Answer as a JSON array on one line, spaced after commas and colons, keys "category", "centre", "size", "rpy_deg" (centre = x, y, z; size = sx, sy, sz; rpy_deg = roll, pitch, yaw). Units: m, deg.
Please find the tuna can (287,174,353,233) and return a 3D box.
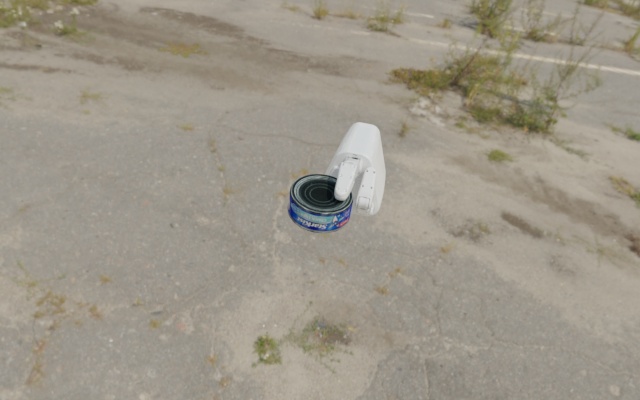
[{"category": "tuna can", "centre": [0.000, 0.002, 0.634], "size": [0.086, 0.034, 0.086], "rpy_deg": [6, 40, -5]}]
